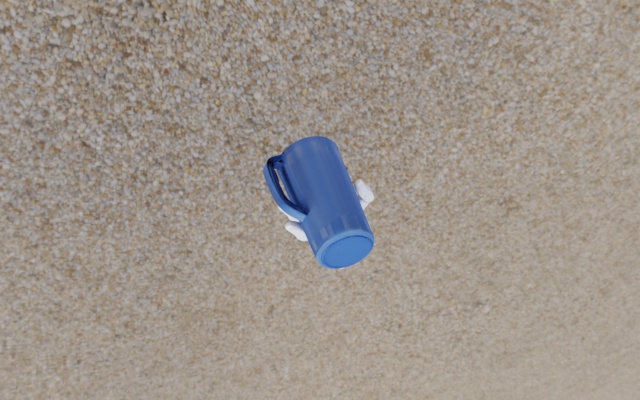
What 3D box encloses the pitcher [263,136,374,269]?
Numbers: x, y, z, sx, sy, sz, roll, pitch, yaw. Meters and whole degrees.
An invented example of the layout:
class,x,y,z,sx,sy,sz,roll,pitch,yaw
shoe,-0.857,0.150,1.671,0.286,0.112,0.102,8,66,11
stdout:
class,x,y,z,sx,sy,sz,roll,pitch,yaw
pitcher,0.000,0.003,0.890,0.149,0.242,0.145,-25,-39,4
